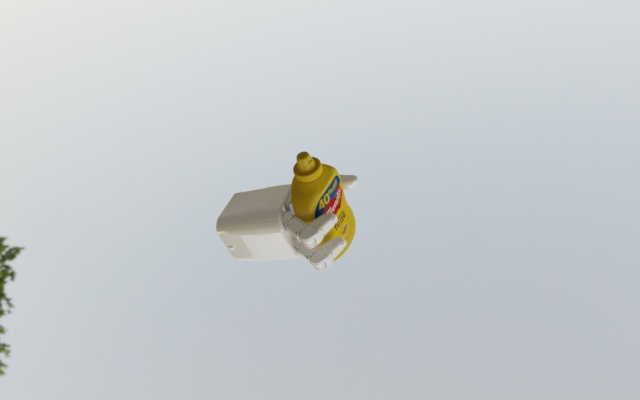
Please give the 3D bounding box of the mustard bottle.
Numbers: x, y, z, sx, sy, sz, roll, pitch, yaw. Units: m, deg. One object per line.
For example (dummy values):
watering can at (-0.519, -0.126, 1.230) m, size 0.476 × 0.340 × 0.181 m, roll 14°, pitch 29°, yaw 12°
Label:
mustard bottle at (0.000, 0.003, 0.714) m, size 0.058 × 0.096 × 0.192 m, roll 14°, pitch -36°, yaw 32°
